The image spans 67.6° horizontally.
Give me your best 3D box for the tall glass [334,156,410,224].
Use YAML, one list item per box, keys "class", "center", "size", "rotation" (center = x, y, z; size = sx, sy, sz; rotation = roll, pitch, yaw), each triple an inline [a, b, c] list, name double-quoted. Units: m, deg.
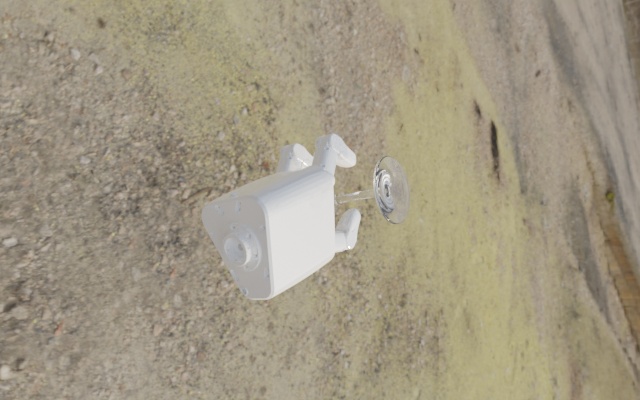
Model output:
- class: "tall glass"
  center: [0.001, 0.002, 0.573]
  size: [0.201, 0.079, 0.079]
  rotation: [-10, -6, 38]
